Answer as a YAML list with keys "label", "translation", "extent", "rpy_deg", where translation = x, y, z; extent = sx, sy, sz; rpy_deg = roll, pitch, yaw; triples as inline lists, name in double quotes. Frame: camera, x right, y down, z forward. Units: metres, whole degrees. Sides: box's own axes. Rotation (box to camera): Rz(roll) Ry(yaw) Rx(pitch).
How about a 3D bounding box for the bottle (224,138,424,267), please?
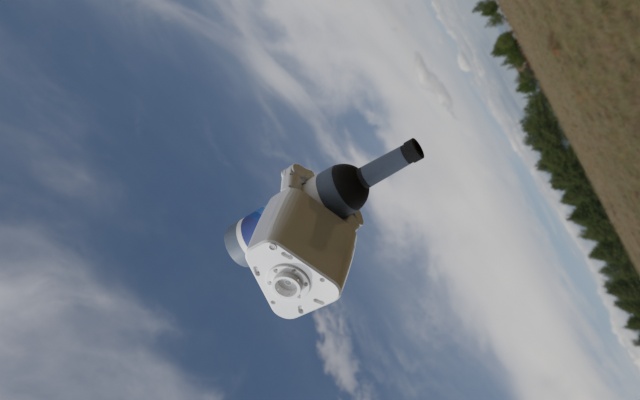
- label: "bottle"
  translation: [0.000, 0.002, 0.625]
  extent: [0.296, 0.069, 0.069]
  rpy_deg: [-29, -14, 27]
